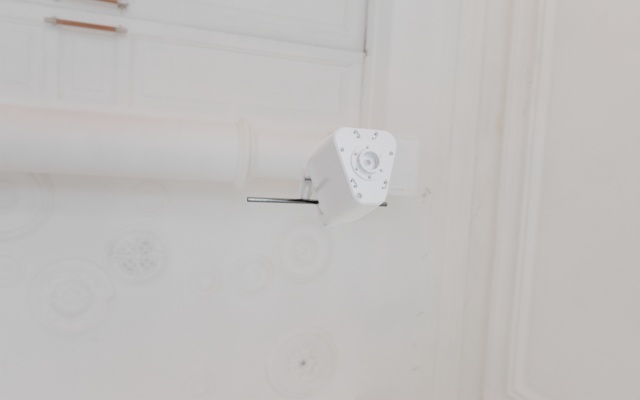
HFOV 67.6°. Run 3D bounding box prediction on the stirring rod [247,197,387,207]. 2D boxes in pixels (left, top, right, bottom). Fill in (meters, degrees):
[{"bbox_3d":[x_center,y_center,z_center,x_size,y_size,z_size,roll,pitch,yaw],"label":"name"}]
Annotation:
[{"bbox_3d":[0.000,0.003,0.781,0.239,0.011,0.011,2,-1,-20],"label":"stirring rod"}]
